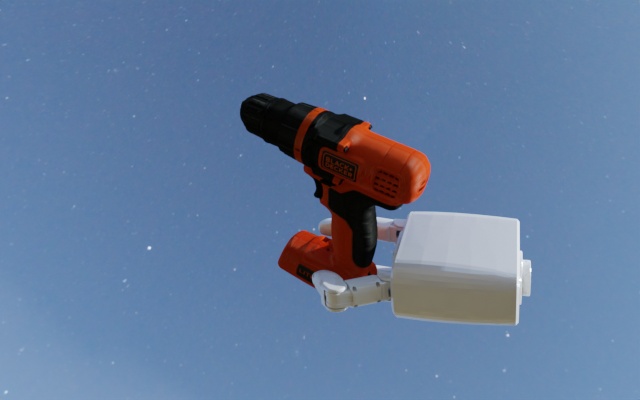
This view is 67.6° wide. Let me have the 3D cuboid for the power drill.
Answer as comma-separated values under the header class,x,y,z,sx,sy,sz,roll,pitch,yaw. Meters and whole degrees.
class,x,y,z,sx,sy,sz,roll,pitch,yaw
power drill,0.000,0.002,0.458,0.184,0.188,0.057,27,46,23
